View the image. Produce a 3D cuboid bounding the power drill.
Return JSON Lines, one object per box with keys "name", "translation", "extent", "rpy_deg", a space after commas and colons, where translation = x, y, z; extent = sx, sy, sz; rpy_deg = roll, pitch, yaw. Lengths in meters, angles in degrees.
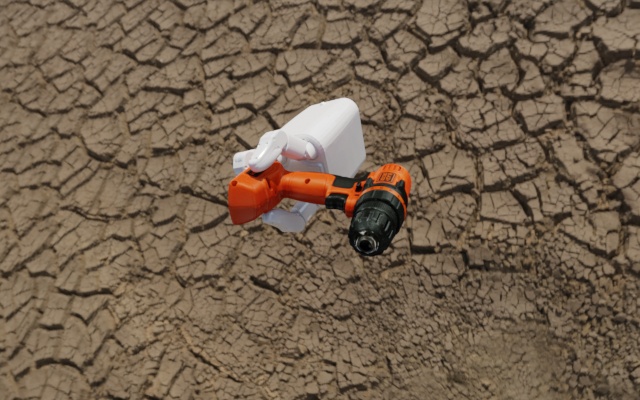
{"name": "power drill", "translation": [0.000, 0.002, 0.518], "extent": [0.187, 0.057, 0.184], "rpy_deg": [6, 21, 15]}
